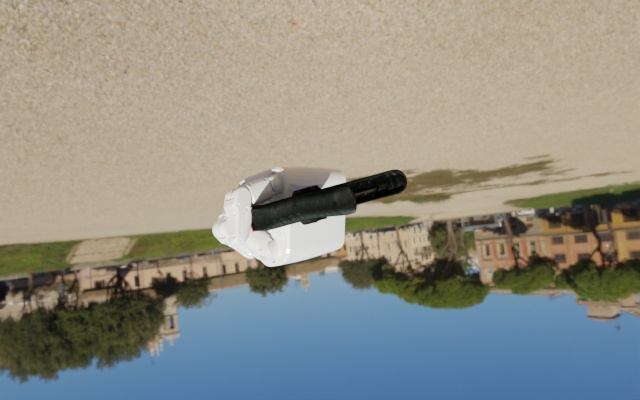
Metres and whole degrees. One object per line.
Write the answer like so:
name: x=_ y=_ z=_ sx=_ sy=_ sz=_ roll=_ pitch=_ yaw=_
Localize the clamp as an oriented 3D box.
clamp: x=0.000 y=0.002 z=0.479 sx=0.171 sy=0.039 sz=0.120 roll=-10 pitch=0 yaw=43
